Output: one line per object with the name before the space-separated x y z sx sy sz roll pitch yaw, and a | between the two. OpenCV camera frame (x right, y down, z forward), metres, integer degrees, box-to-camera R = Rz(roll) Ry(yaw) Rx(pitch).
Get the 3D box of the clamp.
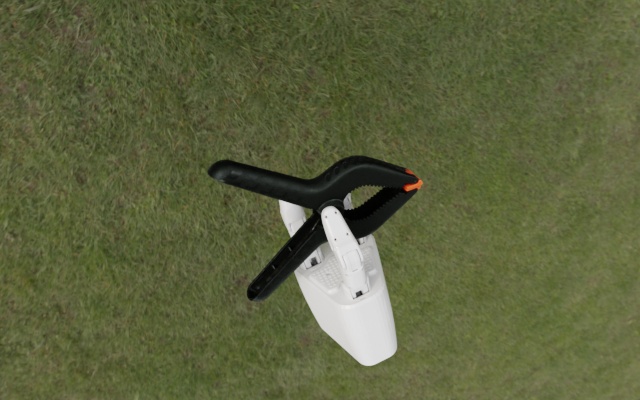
clamp | 0.001 0.002 0.471 0.210 0.165 0.036 -24 37 -8
